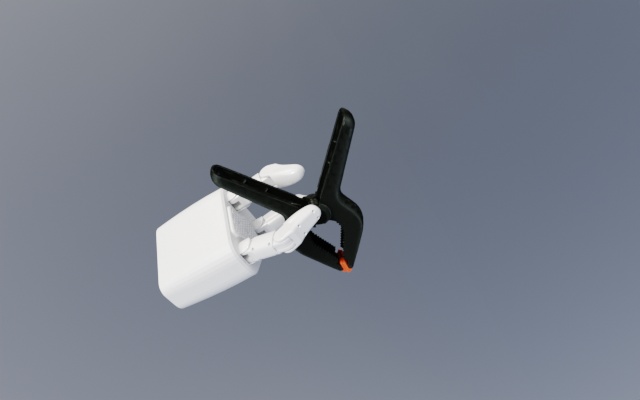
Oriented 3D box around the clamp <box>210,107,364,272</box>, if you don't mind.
[{"bbox_3d":[0.000,0.003,0.549,0.164,0.210,0.036,-28,34,13],"label":"clamp"}]
